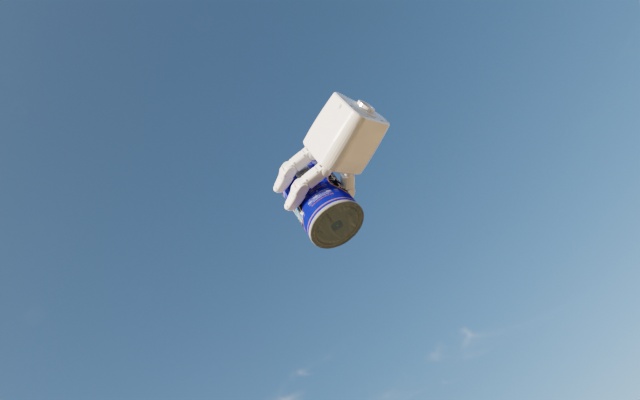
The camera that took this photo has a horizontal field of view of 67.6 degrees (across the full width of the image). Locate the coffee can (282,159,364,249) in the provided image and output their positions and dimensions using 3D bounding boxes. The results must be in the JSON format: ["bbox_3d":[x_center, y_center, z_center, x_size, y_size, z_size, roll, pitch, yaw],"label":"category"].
[{"bbox_3d":[0.000,0.003,0.859,0.103,0.103,0.140,0,36,-31],"label":"coffee can"}]
